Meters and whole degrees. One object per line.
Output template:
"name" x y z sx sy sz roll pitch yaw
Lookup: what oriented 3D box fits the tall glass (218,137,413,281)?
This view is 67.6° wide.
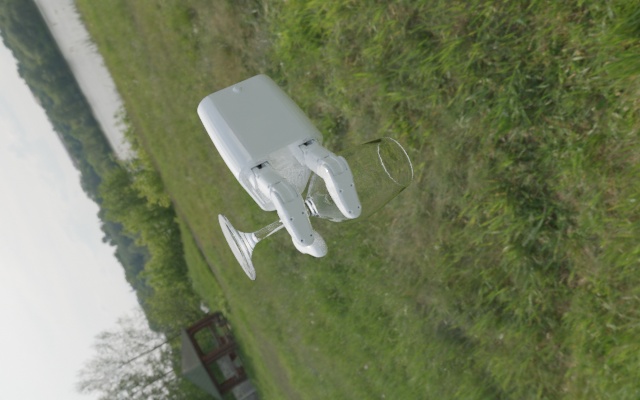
"tall glass" 0.000 0.002 0.500 0.201 0.079 0.079 -28 10 -19
